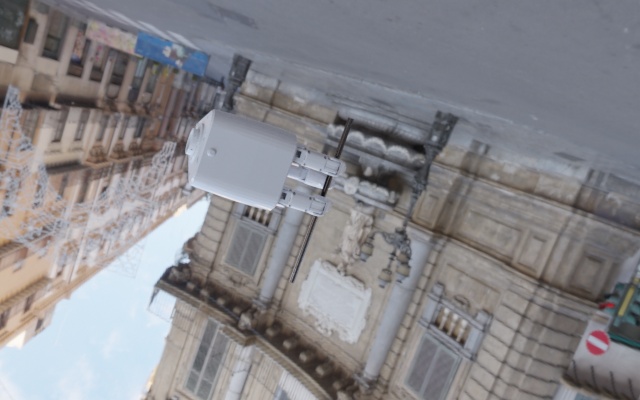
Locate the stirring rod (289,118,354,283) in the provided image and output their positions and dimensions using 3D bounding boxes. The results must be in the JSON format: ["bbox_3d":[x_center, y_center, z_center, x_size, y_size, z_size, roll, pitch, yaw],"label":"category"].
[{"bbox_3d":[0.000,0.002,0.656,0.011,0.239,0.011,20,8,-3],"label":"stirring rod"}]
